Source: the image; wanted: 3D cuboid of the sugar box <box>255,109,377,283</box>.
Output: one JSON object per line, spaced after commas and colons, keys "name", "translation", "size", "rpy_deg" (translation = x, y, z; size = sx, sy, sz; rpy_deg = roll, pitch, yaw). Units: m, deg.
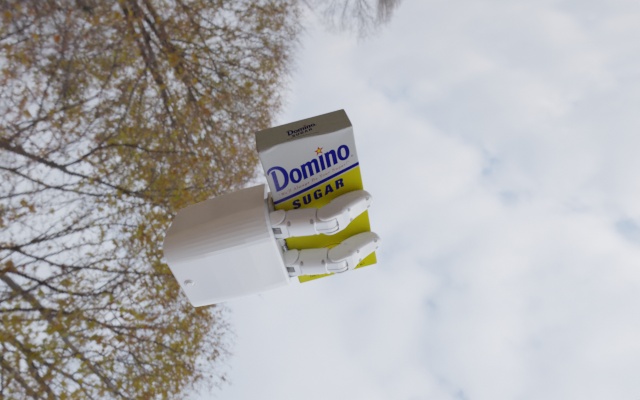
{"name": "sugar box", "translation": [0.000, 0.002, 0.496], "size": [0.093, 0.176, 0.048], "rpy_deg": [-15, 37, -1]}
